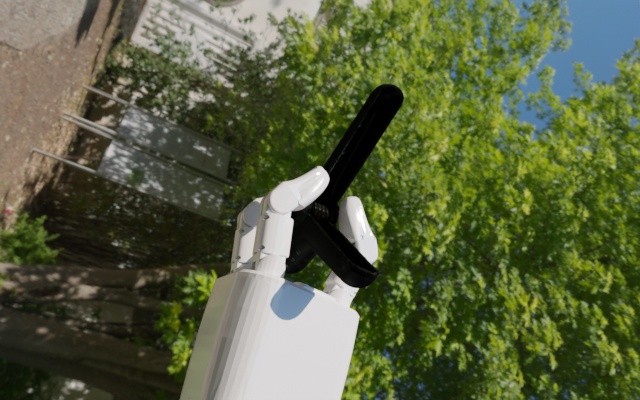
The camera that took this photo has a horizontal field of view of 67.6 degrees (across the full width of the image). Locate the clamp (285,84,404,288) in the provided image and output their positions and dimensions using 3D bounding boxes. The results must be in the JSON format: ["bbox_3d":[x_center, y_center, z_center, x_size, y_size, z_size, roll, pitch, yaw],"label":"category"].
[{"bbox_3d":[0.000,0.002,0.415,0.036,0.164,0.210,25,-23,-21],"label":"clamp"}]
